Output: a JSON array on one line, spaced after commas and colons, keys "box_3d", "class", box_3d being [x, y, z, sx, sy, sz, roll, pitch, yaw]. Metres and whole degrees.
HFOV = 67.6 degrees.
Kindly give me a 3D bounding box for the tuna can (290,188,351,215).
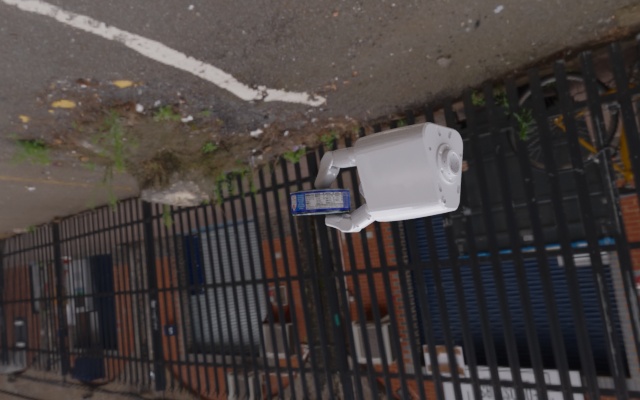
[{"box_3d": [0.000, 0.003, 0.680, 0.086, 0.034, 0.086, -4, -3, 0], "class": "tuna can"}]
